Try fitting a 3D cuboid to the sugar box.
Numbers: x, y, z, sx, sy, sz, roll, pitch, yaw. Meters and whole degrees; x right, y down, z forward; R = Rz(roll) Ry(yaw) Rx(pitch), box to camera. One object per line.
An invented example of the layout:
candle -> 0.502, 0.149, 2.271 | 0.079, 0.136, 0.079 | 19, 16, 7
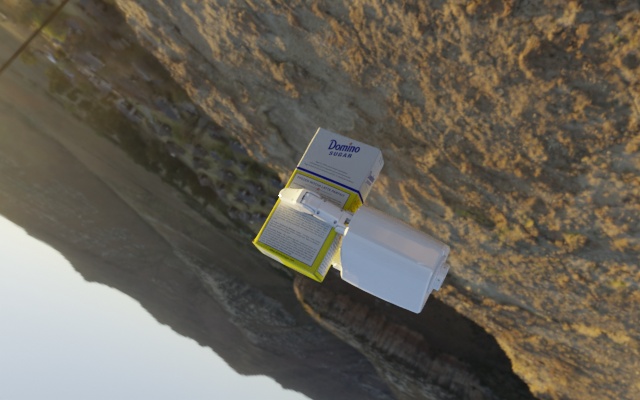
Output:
sugar box -> 0.000, 0.002, 0.599 | 0.093, 0.176, 0.048 | 24, -17, 23
